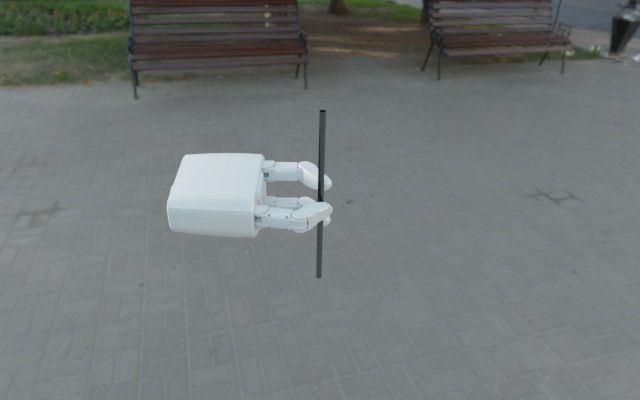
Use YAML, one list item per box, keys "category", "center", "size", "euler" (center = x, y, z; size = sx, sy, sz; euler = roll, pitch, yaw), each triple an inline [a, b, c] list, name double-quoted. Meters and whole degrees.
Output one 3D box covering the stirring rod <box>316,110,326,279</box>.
- category: "stirring rod"
  center: [0.000, 0.002, 0.606]
  size: [0.011, 0.240, 0.011]
  euler: [1, 30, -1]
